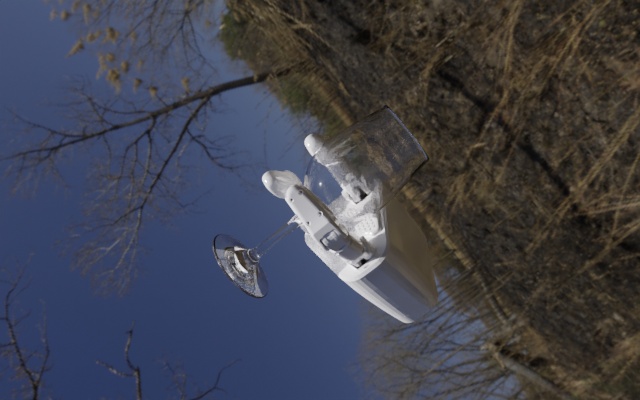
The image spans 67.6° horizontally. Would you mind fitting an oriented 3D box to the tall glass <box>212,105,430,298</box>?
[{"bbox_3d":[-0.001,0.002,0.435,0.201,0.079,0.079,-39,-10,12],"label":"tall glass"}]
